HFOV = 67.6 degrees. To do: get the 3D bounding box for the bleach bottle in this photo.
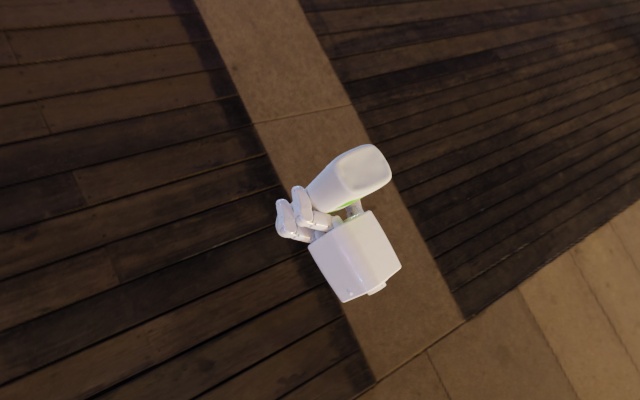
[{"bbox_3d":[0.000,0.003,0.771,0.102,0.068,0.251,-25,-8,-37],"label":"bleach bottle"}]
